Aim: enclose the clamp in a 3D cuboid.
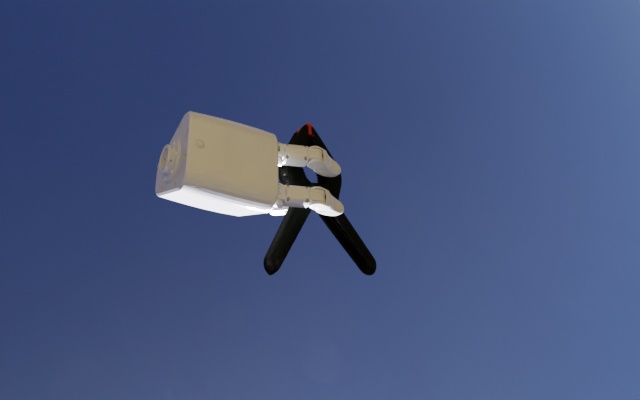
[{"bbox_3d":[-0.001,0.002,0.614,0.164,0.210,0.036,15,-30,-35],"label":"clamp"}]
